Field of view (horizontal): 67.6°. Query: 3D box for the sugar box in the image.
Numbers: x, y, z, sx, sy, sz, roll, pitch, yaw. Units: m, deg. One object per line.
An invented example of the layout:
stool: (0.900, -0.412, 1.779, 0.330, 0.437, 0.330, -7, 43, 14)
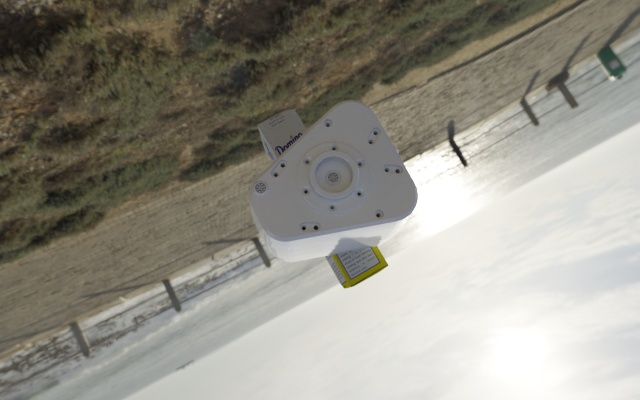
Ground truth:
sugar box: (0.001, 0.001, 0.477, 0.048, 0.176, 0.093, -27, -10, -6)
